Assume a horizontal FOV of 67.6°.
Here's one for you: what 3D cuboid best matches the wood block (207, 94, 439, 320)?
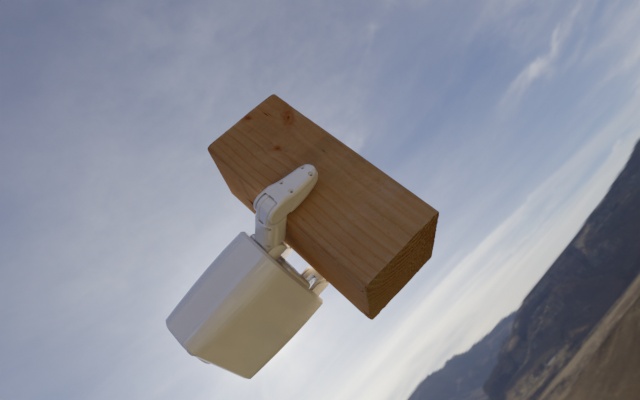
[{"bbox_3d":[0.000,0.002,0.453,0.206,0.090,0.091,39,-18,26],"label":"wood block"}]
